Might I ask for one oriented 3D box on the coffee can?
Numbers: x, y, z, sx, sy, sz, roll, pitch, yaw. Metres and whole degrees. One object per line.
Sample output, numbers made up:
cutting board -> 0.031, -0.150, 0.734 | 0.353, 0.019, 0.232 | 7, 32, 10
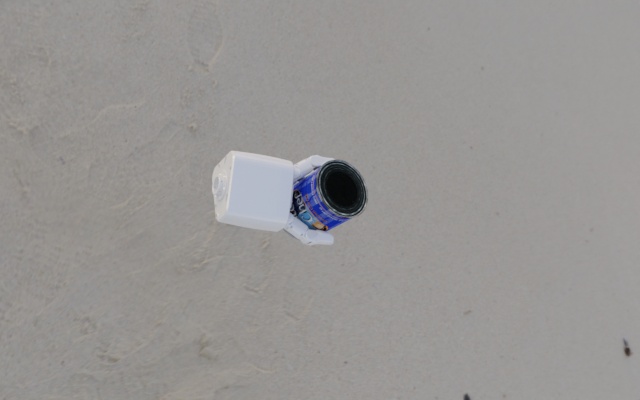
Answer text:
coffee can -> 0.000, 0.003, 0.828 | 0.103, 0.102, 0.140 | 0, -19, -34
